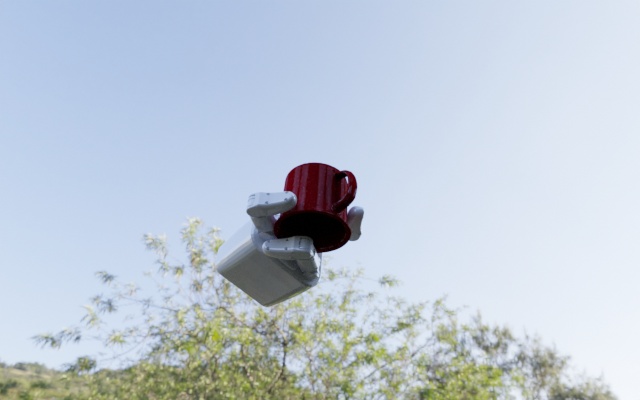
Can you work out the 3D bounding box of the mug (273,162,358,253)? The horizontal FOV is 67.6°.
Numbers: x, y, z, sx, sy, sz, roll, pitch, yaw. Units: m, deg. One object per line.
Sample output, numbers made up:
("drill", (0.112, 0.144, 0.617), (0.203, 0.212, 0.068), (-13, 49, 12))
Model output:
("mug", (0.001, 0.001, 0.584), (0.093, 0.081, 0.117), (28, -43, -28))
